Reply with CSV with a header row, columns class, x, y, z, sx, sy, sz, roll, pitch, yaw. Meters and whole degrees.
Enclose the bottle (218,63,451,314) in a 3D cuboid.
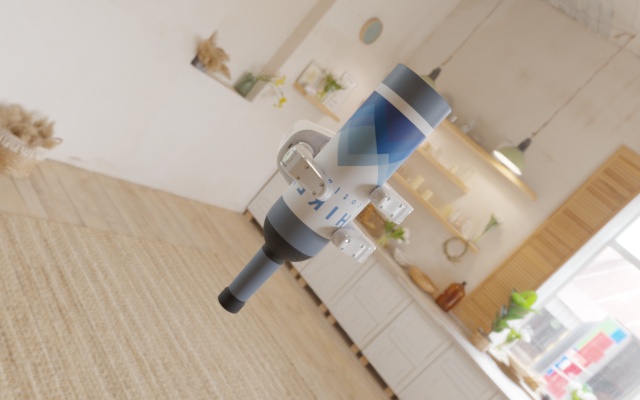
class,x,y,z,sx,sy,sz,roll,pitch,yaw
bottle,0.000,0.001,0.471,0.069,0.296,0.069,40,11,-10
